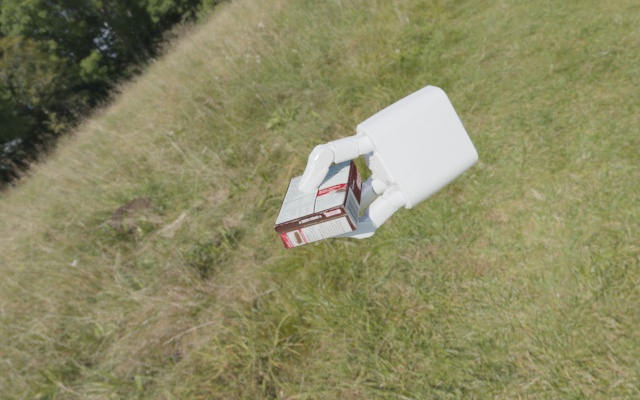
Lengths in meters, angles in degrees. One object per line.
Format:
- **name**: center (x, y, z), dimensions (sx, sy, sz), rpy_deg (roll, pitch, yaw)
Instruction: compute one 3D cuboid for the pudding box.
- **pudding box**: center (0.000, 0.002, 0.571), dimensions (0.090, 0.039, 0.113), rpy_deg (-18, 27, 19)
